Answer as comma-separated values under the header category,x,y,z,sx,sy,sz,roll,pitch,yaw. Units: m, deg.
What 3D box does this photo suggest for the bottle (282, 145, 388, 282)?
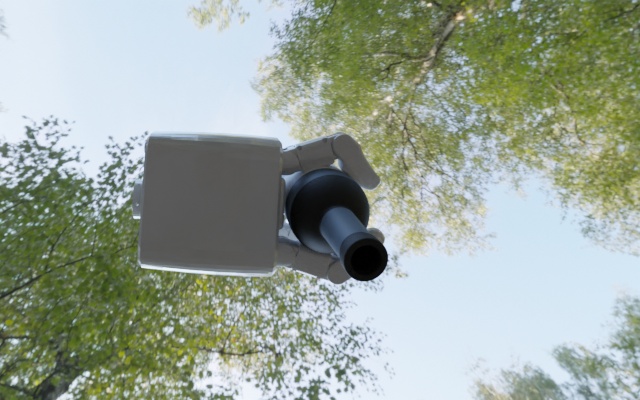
category,x,y,z,sx,sy,sz,roll,pitch,yaw
bottle,0.000,0.001,0.421,0.069,0.069,0.295,0,13,-11
